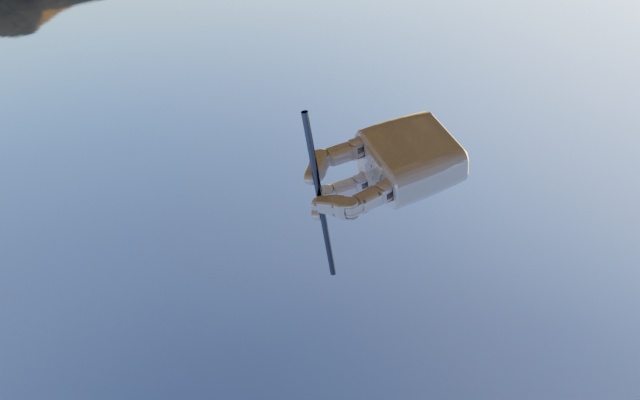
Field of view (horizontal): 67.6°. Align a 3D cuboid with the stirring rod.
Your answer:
[{"bbox_3d":[0.000,0.002,0.582,0.011,0.240,0.011,-7,35,5],"label":"stirring rod"}]
